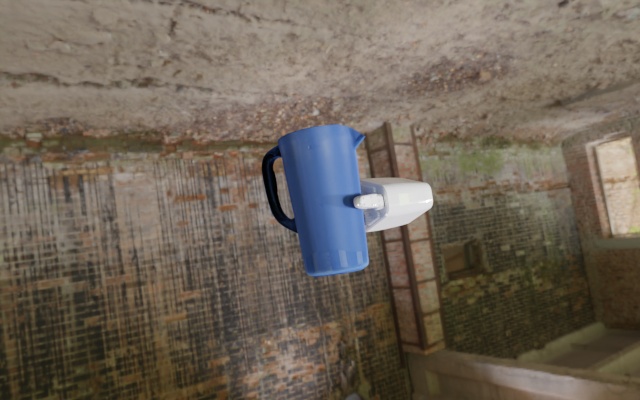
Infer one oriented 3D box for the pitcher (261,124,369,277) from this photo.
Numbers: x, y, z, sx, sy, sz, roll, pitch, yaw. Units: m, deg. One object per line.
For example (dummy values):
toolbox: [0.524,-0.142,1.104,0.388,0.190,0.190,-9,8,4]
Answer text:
pitcher: [0.000,0.003,0.812,0.145,0.243,0.149,-7,-5,-30]
